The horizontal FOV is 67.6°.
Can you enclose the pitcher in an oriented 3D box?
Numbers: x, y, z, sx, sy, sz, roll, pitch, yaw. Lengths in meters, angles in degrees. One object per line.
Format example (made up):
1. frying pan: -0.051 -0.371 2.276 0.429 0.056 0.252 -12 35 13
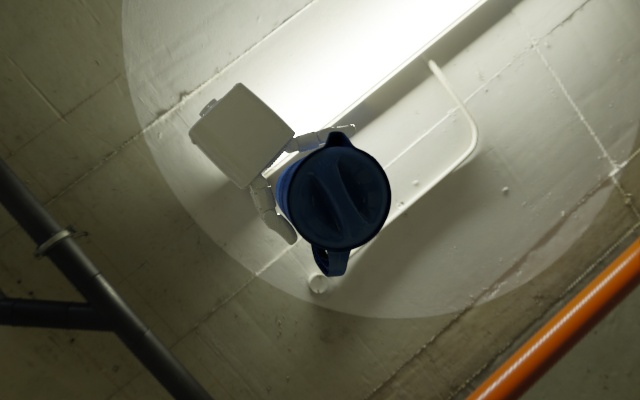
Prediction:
1. pitcher: 0.000 0.002 0.696 0.145 0.149 0.243 43 -6 -10
